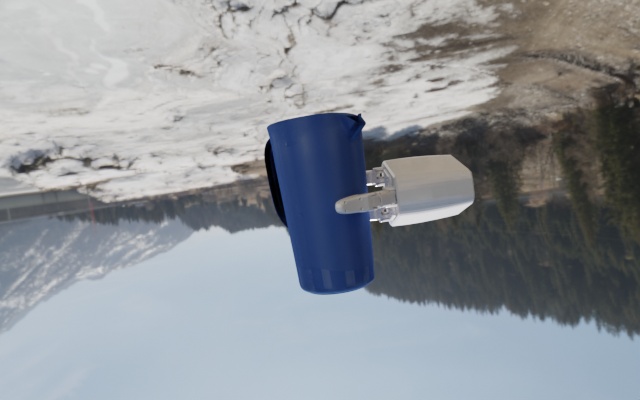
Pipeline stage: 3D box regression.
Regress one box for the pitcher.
[{"bbox_3d":[0.000,0.002,0.677,0.145,0.243,0.149,-8,3,-3],"label":"pitcher"}]
